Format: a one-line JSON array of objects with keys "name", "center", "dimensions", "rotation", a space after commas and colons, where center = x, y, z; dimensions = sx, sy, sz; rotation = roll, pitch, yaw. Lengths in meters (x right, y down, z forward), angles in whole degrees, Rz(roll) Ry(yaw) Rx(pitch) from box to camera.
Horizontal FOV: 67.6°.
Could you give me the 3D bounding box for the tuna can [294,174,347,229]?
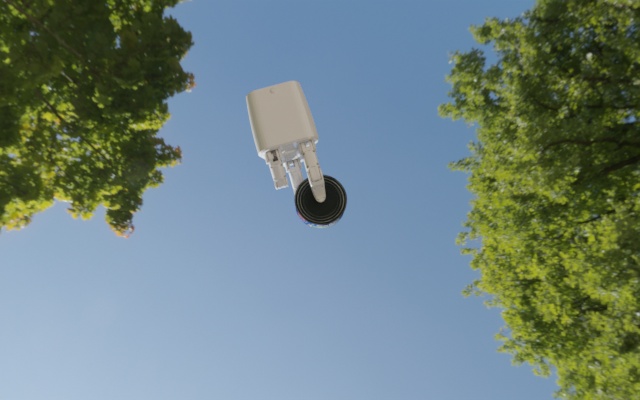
[{"name": "tuna can", "center": [0.000, 0.003, 0.788], "dimensions": [0.086, 0.086, 0.034], "rotation": [0, -17, -2]}]
